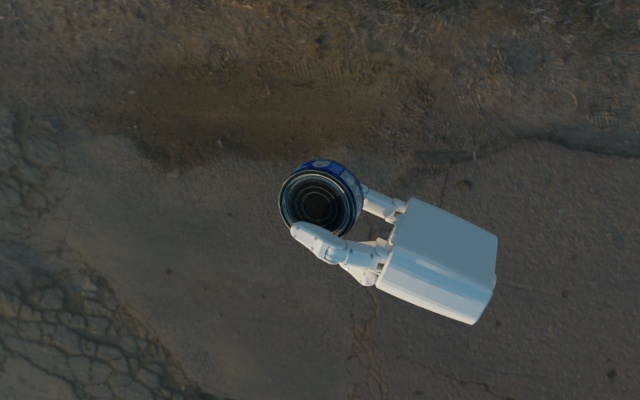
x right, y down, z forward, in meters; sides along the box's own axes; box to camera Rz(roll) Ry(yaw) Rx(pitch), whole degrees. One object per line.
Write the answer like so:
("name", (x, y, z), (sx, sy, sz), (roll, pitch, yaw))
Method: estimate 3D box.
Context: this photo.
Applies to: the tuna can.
("tuna can", (0.000, 0.002, 0.500), (0.086, 0.086, 0.033), (0, 22, 20))
